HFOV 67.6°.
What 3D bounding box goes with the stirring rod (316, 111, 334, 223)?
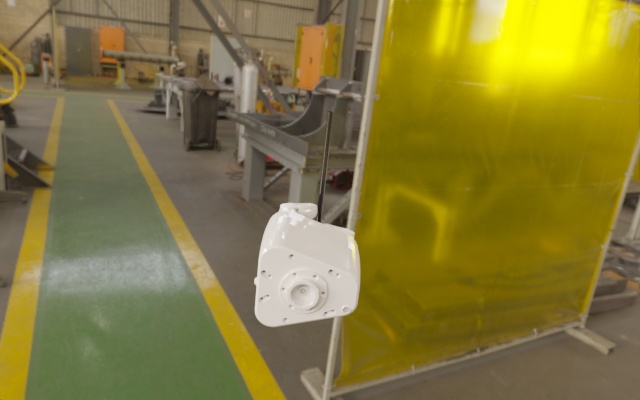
[{"bbox_3d":[0.000,0.002,0.639,0.011,0.239,0.011,6,16,-2],"label":"stirring rod"}]
